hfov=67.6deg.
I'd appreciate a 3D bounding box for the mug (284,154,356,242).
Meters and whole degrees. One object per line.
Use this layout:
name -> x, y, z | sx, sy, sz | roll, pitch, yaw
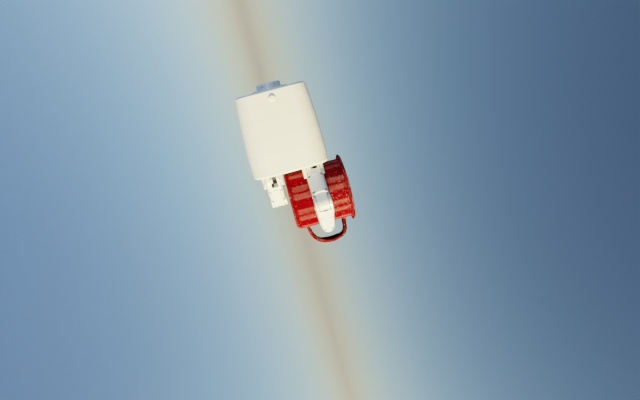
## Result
mug -> 0.000, 0.004, 0.668 | 0.081, 0.117, 0.093 | -15, 11, -3
